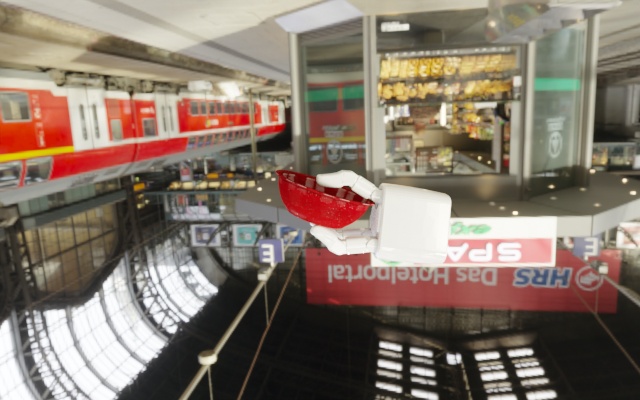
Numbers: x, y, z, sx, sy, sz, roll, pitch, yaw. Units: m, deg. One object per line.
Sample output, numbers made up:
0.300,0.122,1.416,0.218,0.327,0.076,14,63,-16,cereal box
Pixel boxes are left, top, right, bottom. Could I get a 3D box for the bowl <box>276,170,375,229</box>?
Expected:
-0.001,0.002,0.741,0.162,0.055,0.162,18,9,-3,bowl
